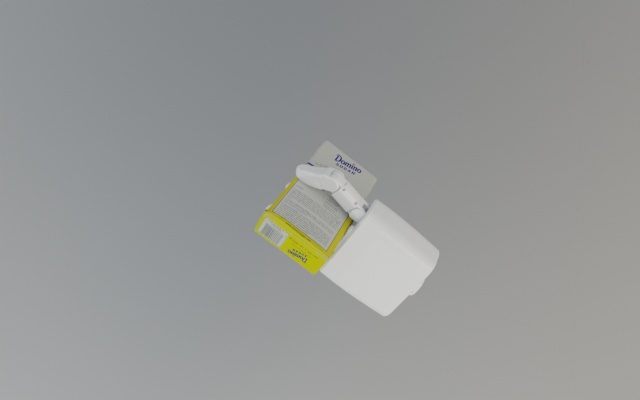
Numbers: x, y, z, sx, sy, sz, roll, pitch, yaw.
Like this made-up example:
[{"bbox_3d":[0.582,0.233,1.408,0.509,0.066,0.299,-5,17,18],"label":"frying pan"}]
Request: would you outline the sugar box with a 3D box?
[{"bbox_3d":[0.000,0.002,0.616,0.048,0.093,0.176,-52,1,41],"label":"sugar box"}]
